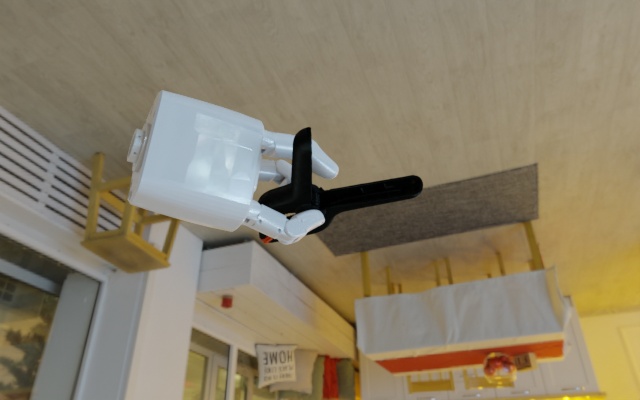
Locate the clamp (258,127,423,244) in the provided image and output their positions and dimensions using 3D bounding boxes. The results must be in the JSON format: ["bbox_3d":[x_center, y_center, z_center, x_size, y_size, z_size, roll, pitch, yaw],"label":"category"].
[{"bbox_3d":[0.000,0.003,0.546,0.164,0.036,0.210,16,-34,-27],"label":"clamp"}]
